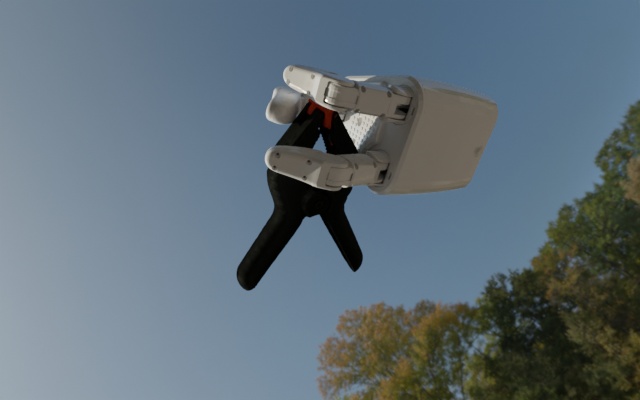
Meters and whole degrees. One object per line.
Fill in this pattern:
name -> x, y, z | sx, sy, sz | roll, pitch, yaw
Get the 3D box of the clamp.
clamp -> 0.000, 0.001, 0.408 | 0.120, 0.171, 0.039 | 0, 29, -34
